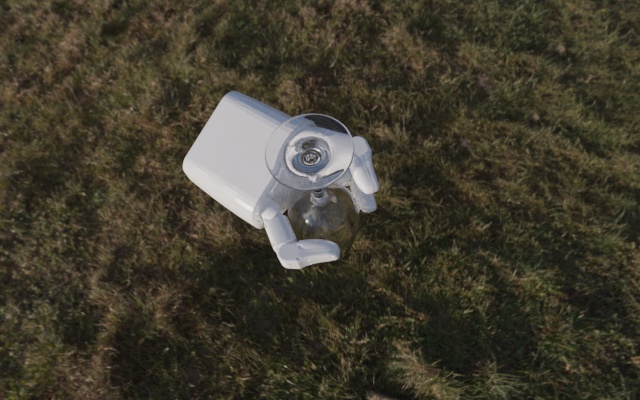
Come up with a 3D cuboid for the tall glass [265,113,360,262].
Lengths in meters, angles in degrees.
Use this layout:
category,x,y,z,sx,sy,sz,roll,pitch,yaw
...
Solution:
category,x,y,z,sx,sy,sz,roll,pitch,yaw
tall glass,0.000,0.001,0.481,0.079,0.079,0.201,0,-26,6
